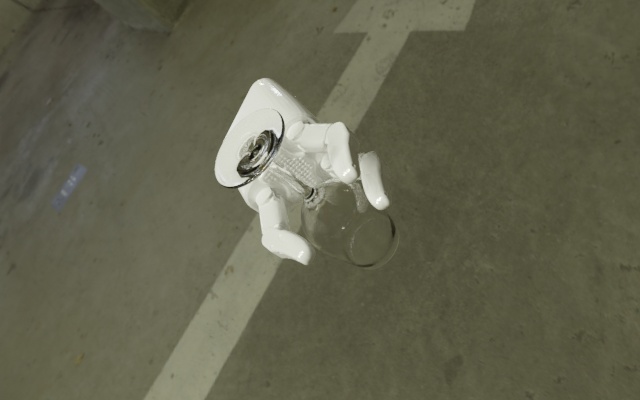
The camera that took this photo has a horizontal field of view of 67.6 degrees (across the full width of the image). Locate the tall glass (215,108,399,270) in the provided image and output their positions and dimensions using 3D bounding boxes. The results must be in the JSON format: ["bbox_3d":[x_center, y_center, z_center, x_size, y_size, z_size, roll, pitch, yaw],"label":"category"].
[{"bbox_3d":[0.000,0.001,0.448,0.079,0.079,0.201,0,-27,41],"label":"tall glass"}]
